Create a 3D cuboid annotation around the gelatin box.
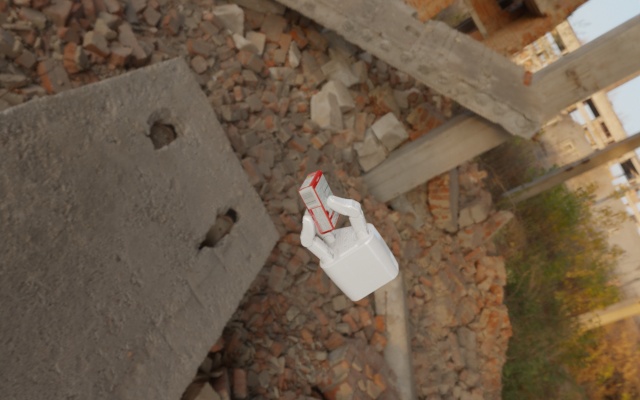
[{"bbox_3d":[0.000,0.002,0.818,0.030,0.089,0.073,-20,19,20],"label":"gelatin box"}]
